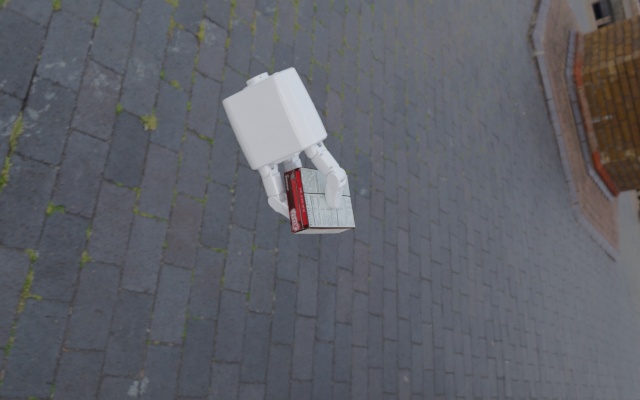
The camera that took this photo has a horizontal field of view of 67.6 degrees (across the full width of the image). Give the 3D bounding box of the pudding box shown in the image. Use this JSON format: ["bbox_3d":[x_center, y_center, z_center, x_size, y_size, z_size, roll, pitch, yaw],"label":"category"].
[{"bbox_3d":[0.000,0.002,0.699,0.039,0.090,0.113,-17,-14,40],"label":"pudding box"}]
